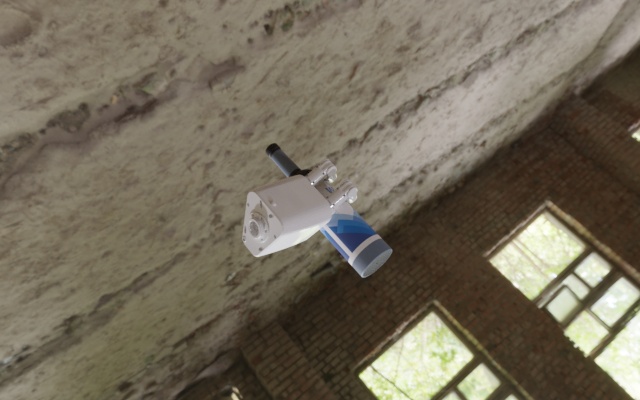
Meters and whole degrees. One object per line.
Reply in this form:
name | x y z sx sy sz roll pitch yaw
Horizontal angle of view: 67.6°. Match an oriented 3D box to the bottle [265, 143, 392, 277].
bottle | 0.000 0.003 0.830 0.295 0.069 0.069 47 23 23
